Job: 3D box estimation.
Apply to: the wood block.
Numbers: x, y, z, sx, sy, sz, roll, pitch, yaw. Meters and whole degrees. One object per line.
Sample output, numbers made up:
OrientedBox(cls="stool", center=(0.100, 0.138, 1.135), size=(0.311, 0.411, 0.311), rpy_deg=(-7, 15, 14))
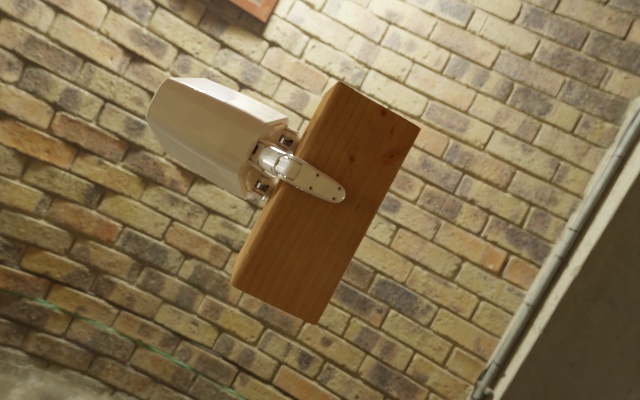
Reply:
OrientedBox(cls="wood block", center=(0.000, 0.001, 0.471), size=(0.090, 0.206, 0.091), rpy_deg=(28, 1, -9))
